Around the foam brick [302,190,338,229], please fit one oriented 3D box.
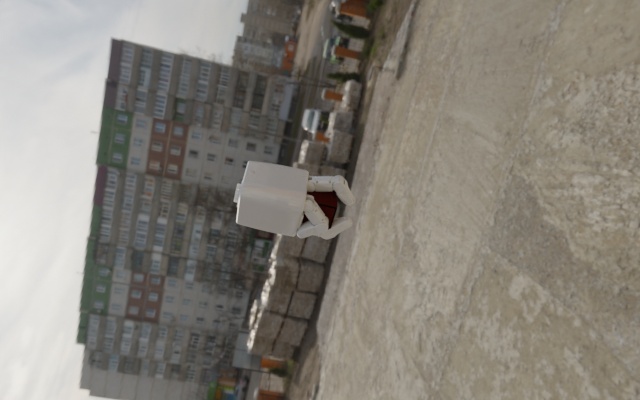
[{"bbox_3d":[0.000,0.003,0.845,0.051,0.053,0.078,11,38,-6],"label":"foam brick"}]
